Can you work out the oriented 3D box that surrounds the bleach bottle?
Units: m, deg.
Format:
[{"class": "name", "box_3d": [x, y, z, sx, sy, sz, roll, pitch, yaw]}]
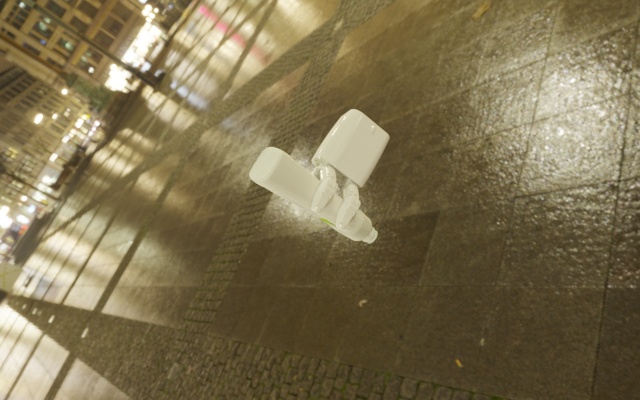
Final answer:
[{"class": "bleach bottle", "box_3d": [0.000, 0.003, 0.844, 0.251, 0.068, 0.102, 35, -4, -26]}]
